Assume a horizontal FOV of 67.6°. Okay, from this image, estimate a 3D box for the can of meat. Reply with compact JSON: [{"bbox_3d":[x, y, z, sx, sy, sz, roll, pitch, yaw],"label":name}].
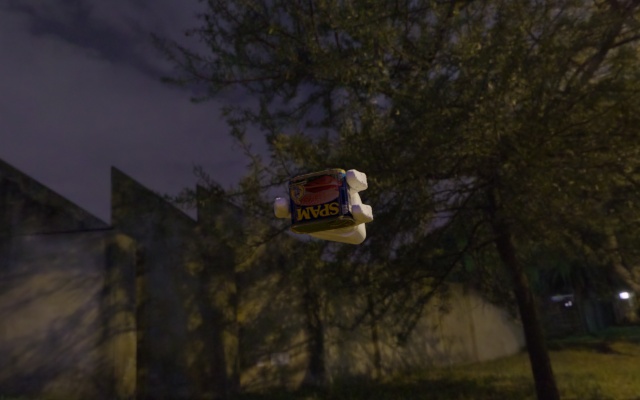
[{"bbox_3d":[0.000,0.002,0.766,0.102,0.084,0.057,-10,-17,15],"label":"can of meat"}]
